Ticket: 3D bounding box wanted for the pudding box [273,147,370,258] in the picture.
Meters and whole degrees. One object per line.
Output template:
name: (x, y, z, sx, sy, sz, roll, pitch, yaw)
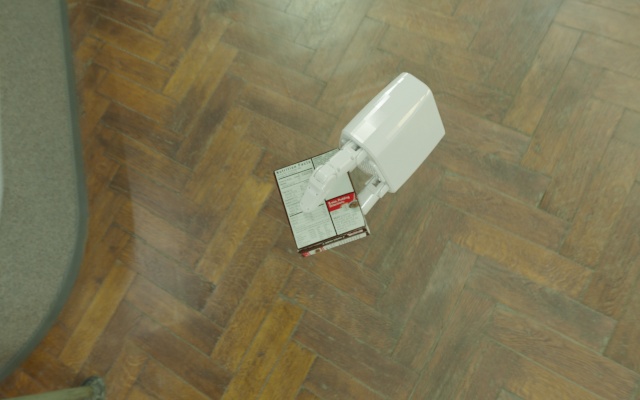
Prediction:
pudding box: (0.000, 0.002, 0.584, 0.090, 0.113, 0.039, -19, -22, 3)
